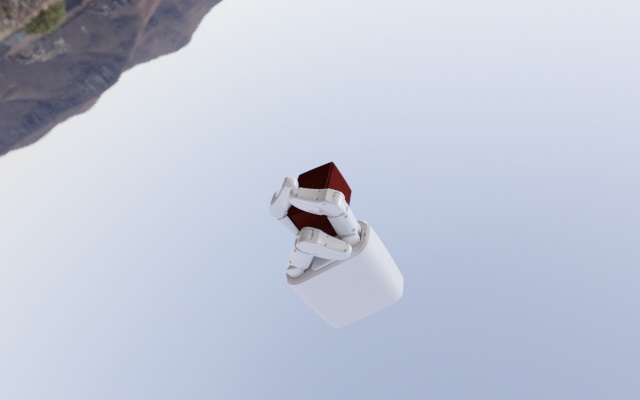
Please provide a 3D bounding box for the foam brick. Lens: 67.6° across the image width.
[{"bbox_3d":[0.000,0.002,0.581,0.053,0.078,0.051,-18,-53,28],"label":"foam brick"}]
